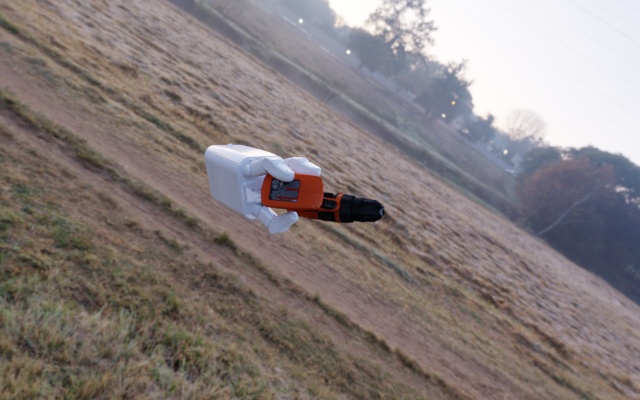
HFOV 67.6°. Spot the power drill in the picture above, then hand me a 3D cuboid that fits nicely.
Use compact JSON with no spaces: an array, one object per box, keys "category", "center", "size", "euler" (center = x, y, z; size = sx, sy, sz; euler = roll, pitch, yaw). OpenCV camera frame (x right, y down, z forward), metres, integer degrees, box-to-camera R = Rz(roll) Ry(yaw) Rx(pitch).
[{"category":"power drill","center":[0.000,0.002,0.798],"size":[0.184,0.057,0.188],"euler":[3,-10,22]}]
